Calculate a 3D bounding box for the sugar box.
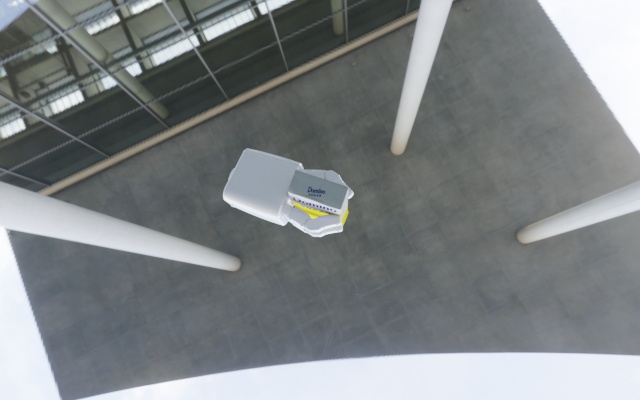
[{"bbox_3d":[0.000,0.003,0.833,0.093,0.048,0.176,19,-9,8],"label":"sugar box"}]
